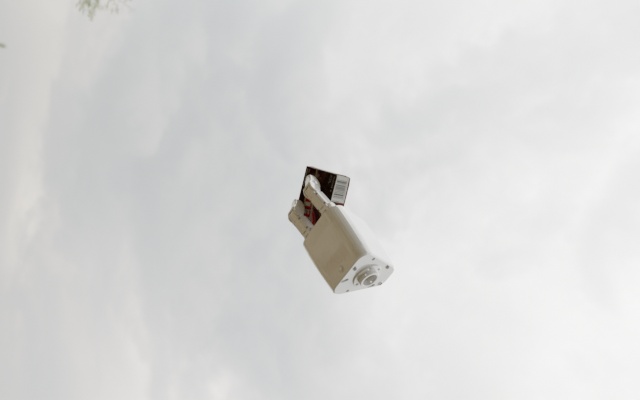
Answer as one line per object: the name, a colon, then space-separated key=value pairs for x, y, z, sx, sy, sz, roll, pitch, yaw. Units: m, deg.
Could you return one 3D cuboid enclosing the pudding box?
pudding box: x=0.000 y=0.003 z=0.838 sx=0.039 sy=0.113 sz=0.090 roll=12 pitch=5 yaw=-40
